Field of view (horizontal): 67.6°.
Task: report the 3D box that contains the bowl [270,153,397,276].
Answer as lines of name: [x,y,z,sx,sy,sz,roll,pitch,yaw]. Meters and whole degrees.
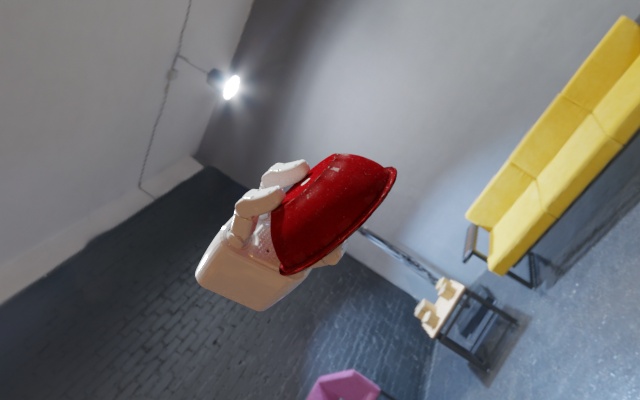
bowl: [0.001,0.001,0.494,0.162,0.055,0.162,-40,10,9]
